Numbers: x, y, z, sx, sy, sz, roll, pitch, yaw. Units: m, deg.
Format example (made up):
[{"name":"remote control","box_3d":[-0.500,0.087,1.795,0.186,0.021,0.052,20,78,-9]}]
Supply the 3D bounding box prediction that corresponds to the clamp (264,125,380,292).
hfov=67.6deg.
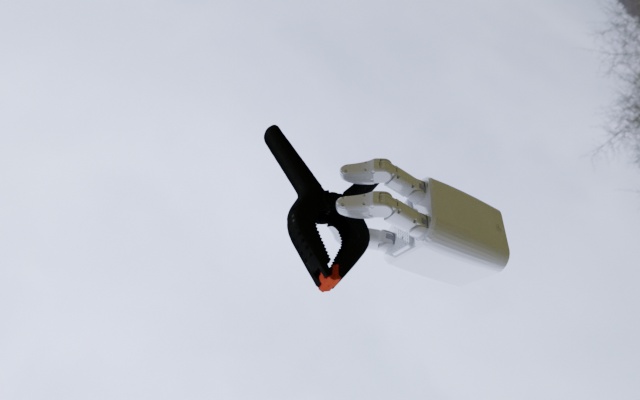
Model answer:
[{"name":"clamp","box_3d":[0.000,0.003,0.537,0.164,0.209,0.036,20,-45,-12]}]
